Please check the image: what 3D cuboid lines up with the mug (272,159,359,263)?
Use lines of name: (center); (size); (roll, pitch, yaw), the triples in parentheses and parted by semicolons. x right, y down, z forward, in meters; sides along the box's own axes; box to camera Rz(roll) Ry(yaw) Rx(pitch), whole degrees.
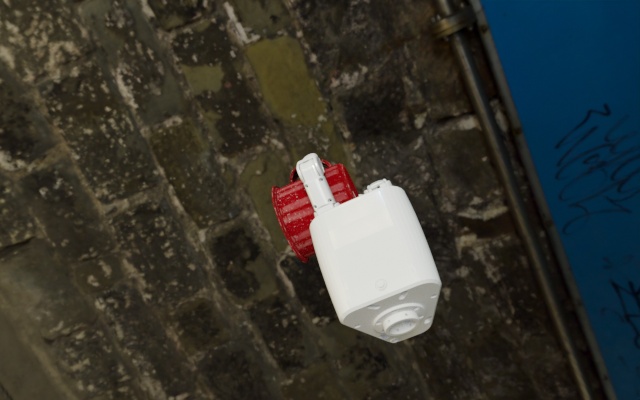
mug: (0.000, 0.001, 0.535); (0.081, 0.117, 0.093); (-23, -38, 8)
